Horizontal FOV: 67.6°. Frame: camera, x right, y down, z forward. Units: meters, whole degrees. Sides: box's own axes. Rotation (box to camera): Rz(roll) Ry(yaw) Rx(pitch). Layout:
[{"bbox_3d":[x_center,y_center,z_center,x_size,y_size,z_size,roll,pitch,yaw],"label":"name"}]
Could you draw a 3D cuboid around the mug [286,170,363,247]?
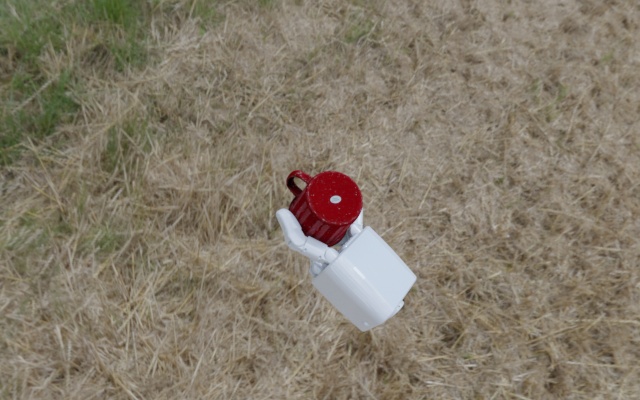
[{"bbox_3d":[-0.001,0.001,0.664,0.093,0.117,0.081,-43,-5,-28],"label":"mug"}]
